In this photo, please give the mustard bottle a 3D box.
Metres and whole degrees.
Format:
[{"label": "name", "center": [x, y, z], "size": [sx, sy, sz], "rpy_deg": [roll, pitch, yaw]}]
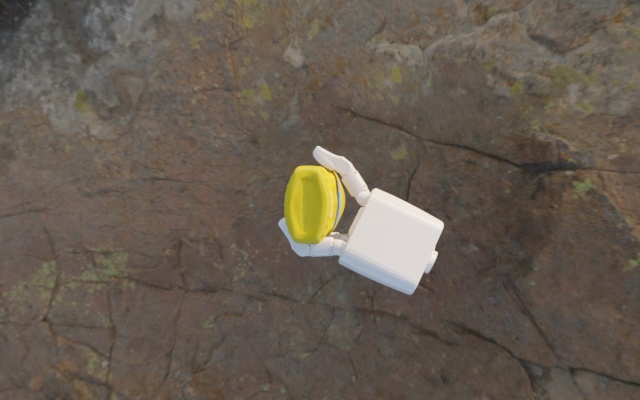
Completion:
[{"label": "mustard bottle", "center": [0.000, 0.002, 0.666], "size": [0.058, 0.096, 0.191], "rpy_deg": [1, 3, 10]}]
